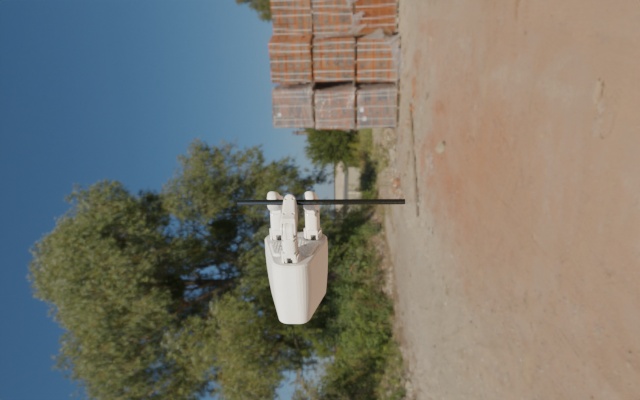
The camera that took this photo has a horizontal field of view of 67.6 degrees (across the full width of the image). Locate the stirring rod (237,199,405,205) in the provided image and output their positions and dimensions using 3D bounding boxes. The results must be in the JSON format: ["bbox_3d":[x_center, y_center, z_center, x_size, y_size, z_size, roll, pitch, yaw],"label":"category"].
[{"bbox_3d":[0.000,0.002,0.686,0.239,0.011,0.011,0,0,3],"label":"stirring rod"}]
